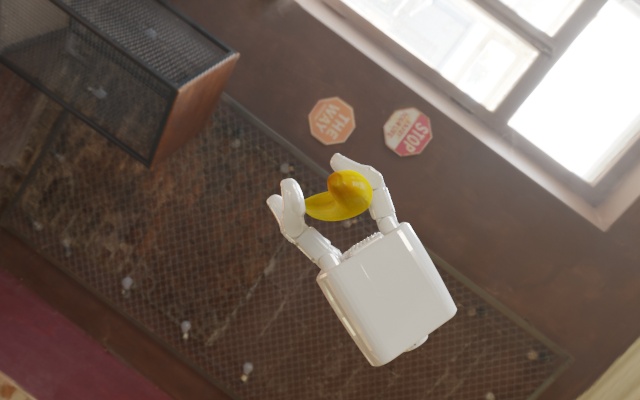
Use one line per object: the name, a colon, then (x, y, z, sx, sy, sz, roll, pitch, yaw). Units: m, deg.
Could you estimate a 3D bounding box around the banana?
banana: (0.017, 0.000, 0.494, 0.069, 0.037, 0.198, -7, -7, -16)
